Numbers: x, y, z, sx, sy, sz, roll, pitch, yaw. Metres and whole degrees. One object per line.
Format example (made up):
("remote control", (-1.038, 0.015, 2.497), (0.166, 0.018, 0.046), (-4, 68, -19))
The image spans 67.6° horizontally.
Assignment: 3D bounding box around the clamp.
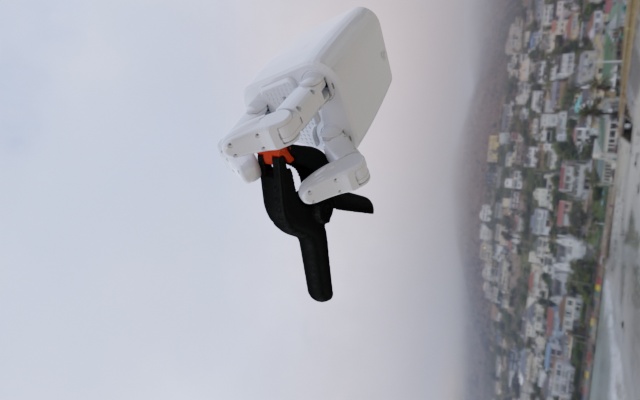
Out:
("clamp", (-0.001, 0.001, 0.442), (0.039, 0.120, 0.172), (6, -42, 30))
